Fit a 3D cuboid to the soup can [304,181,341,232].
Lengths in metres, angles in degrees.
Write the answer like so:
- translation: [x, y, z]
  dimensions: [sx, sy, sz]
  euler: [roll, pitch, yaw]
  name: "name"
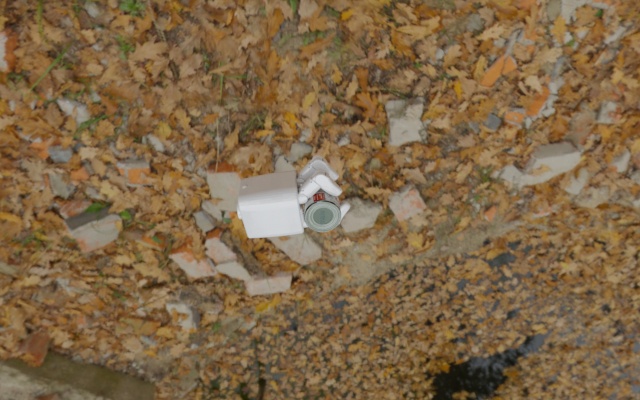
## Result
- translation: [0.001, 0.003, 0.876]
  dimensions: [0.068, 0.068, 0.102]
  euler: [0, 32, -5]
  name: "soup can"
